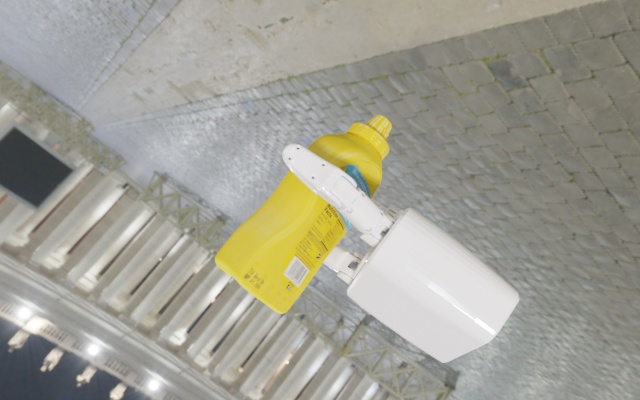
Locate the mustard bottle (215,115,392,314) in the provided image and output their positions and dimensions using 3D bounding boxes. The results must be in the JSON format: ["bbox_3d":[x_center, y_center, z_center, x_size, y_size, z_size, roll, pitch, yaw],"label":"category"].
[{"bbox_3d":[0.000,0.001,0.412,0.058,0.191,0.096,31,-14,34],"label":"mustard bottle"}]
